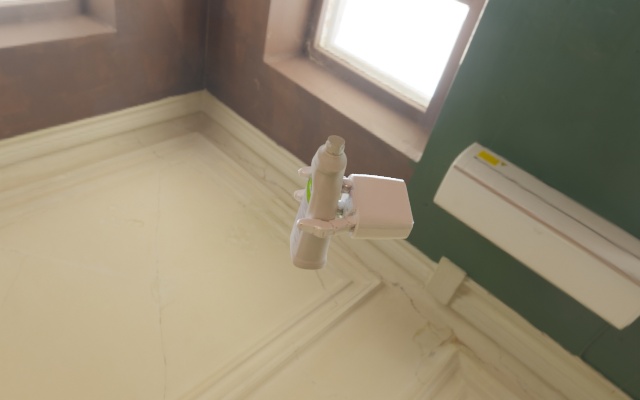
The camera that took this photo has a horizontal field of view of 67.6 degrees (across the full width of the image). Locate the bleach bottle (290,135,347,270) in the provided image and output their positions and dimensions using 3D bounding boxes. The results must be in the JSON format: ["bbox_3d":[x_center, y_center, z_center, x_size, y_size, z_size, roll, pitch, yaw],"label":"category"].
[{"bbox_3d":[0.000,0.003,0.835,0.068,0.251,0.102,4,41,-14],"label":"bleach bottle"}]
